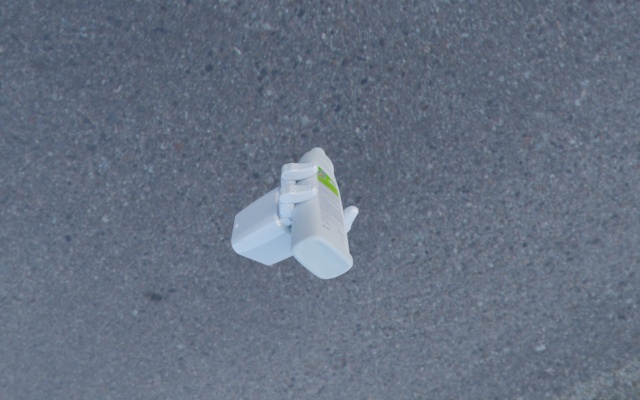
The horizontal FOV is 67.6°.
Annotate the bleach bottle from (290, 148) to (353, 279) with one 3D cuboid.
[{"bbox_3d":[0.000,0.003,0.804,0.068,0.250,0.103,-29,-53,24],"label":"bleach bottle"}]
